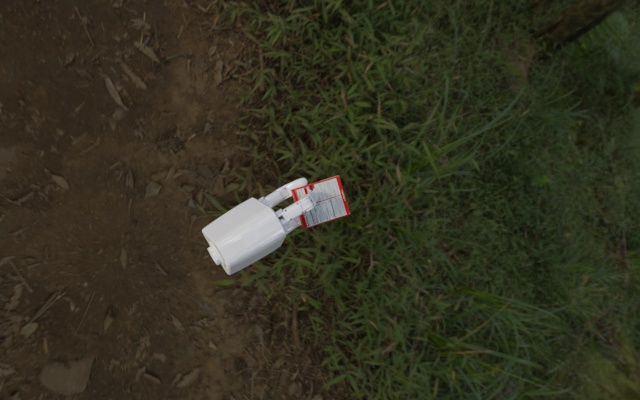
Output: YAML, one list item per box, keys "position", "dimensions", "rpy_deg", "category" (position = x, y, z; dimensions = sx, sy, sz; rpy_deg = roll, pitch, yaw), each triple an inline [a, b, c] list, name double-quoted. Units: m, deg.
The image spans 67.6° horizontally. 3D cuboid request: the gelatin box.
- position: [0.001, 0.003, 0.849]
  dimensions: [0.089, 0.073, 0.030]
  rpy_deg: [-18, 3, -15]
  category: "gelatin box"
